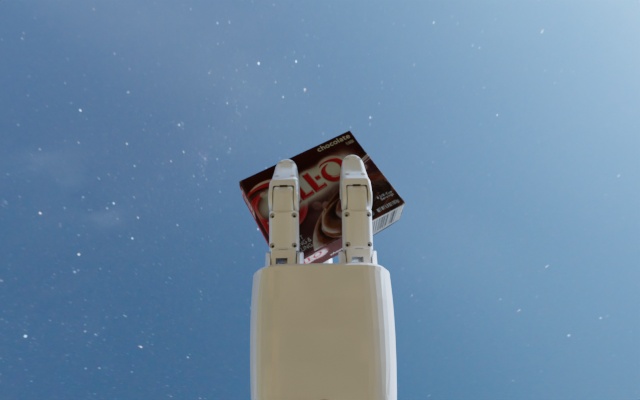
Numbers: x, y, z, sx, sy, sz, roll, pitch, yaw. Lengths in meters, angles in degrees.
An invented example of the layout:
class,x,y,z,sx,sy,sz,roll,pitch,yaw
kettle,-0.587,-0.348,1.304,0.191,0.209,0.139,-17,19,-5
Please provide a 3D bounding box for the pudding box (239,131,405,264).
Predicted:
class,x,y,z,sx,sy,sz,roll,pitch,yaw
pudding box,0.000,0.001,0.409,0.113,0.090,0.039,-26,-28,-15
